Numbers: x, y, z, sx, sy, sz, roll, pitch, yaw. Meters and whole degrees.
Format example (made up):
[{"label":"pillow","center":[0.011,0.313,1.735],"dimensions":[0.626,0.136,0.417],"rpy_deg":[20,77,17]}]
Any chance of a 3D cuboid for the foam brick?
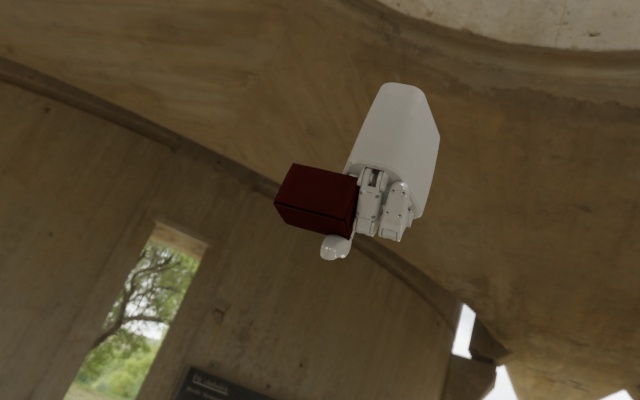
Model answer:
[{"label":"foam brick","center":[0.000,0.002,0.503],"dimensions":[0.078,0.051,0.053],"rpy_deg":[14,-23,16]}]
